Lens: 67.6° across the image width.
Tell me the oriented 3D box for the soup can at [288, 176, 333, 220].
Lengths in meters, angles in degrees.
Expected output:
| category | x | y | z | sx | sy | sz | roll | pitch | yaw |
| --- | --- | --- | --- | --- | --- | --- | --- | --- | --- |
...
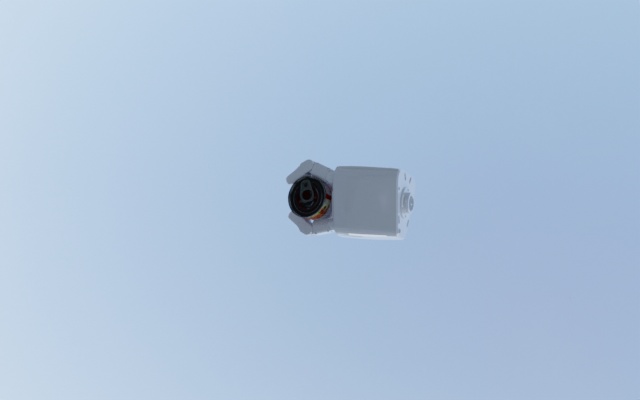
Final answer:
| category | x | y | z | sx | sy | sz | roll | pitch | yaw |
| --- | --- | --- | --- | --- | --- | --- | --- | --- | --- |
| soup can | 0.000 | 0.003 | 0.801 | 0.068 | 0.068 | 0.102 | 0 | -10 | 28 |
